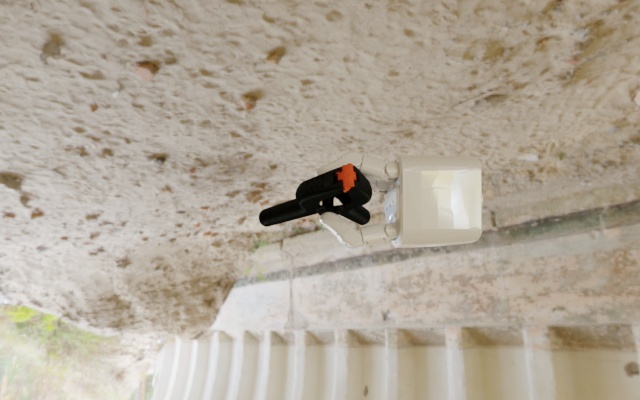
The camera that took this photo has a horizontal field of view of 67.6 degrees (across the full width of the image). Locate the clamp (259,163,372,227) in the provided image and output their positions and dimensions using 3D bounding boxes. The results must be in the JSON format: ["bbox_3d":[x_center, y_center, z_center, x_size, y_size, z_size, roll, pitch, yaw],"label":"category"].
[{"bbox_3d":[0.000,0.003,0.617,0.164,0.036,0.210,-3,-15,-6],"label":"clamp"}]
